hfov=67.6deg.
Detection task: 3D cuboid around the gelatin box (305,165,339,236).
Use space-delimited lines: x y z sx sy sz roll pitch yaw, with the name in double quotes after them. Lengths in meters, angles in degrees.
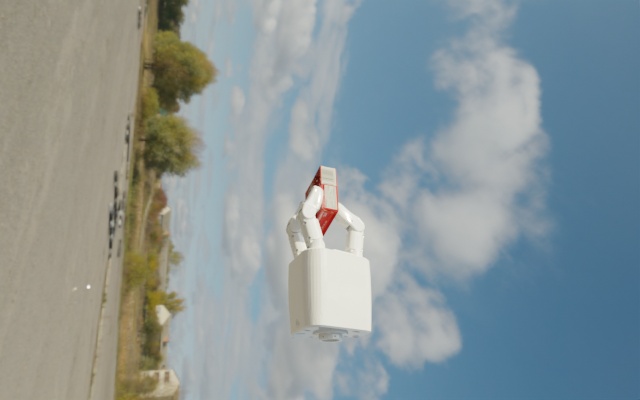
0.001 0.002 0.744 0.030 0.089 0.073 12 -40 -17 "gelatin box"
